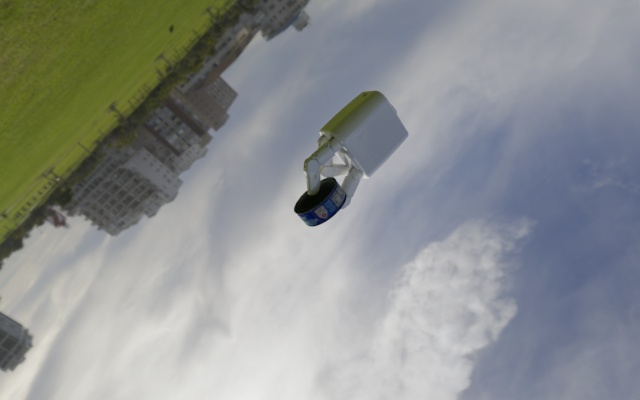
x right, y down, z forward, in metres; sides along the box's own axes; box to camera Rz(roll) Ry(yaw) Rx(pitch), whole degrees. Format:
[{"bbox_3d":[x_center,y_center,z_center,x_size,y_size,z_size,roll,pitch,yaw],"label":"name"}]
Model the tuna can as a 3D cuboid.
[{"bbox_3d":[0.000,0.003,0.779,0.086,0.034,0.086,-33,22,16],"label":"tuna can"}]
